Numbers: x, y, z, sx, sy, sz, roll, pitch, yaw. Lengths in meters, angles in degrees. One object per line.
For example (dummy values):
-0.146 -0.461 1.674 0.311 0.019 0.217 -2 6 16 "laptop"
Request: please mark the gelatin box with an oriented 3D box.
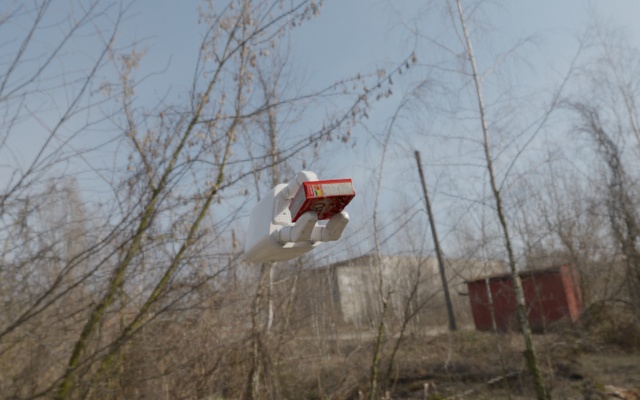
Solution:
0.000 0.002 0.686 0.073 0.030 0.089 -4 -24 -21 "gelatin box"
